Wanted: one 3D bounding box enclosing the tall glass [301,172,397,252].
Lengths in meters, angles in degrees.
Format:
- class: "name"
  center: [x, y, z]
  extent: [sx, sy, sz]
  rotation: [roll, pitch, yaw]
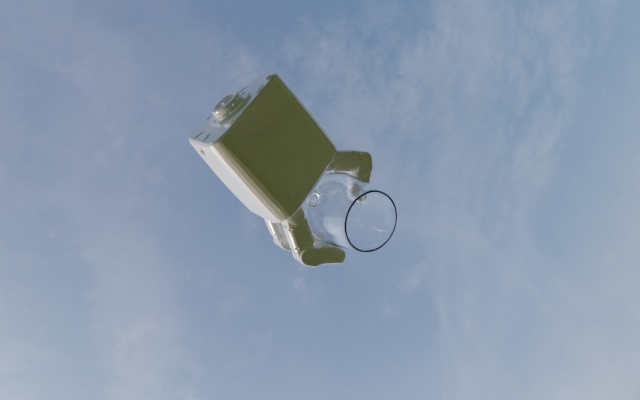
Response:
- class: "tall glass"
  center: [0.000, 0.002, 0.542]
  extent: [0.079, 0.079, 0.201]
  rotation: [0, 11, -31]
